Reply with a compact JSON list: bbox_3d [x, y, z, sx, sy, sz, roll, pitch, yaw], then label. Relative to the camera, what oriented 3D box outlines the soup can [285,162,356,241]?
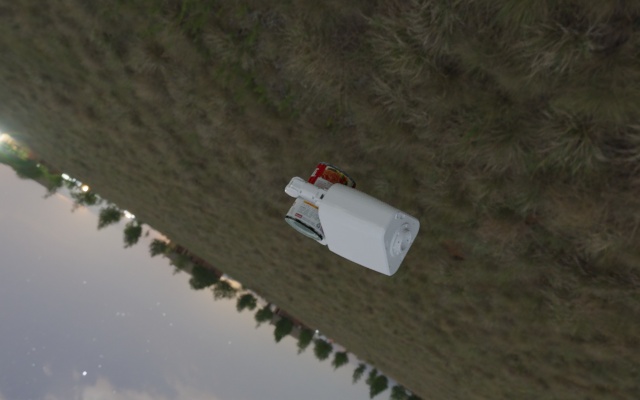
[{"bbox_3d":[0.000,0.002,0.727,0.068,0.102,0.068,30,-14,8],"label":"soup can"}]
